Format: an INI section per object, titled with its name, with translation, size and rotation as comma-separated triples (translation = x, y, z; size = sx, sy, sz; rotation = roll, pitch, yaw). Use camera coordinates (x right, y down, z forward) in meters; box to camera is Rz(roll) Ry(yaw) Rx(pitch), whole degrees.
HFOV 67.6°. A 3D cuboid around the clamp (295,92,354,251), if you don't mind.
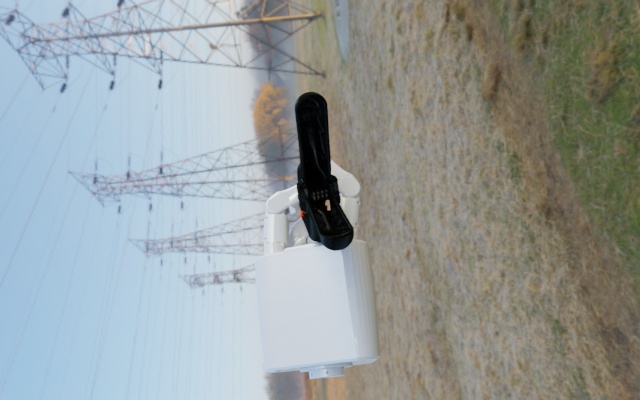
[clamp]
translation = -0.001, 0.001, 0.411
size = 0.039, 0.120, 0.171
rotation = -5, -22, -2
